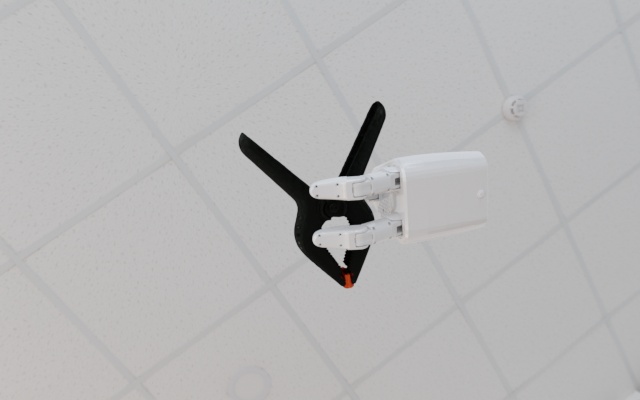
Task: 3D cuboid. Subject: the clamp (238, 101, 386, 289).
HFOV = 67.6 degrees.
[{"bbox_3d":[0.000,0.002,0.539,0.164,0.210,0.036,-8,15,-10],"label":"clamp"}]
